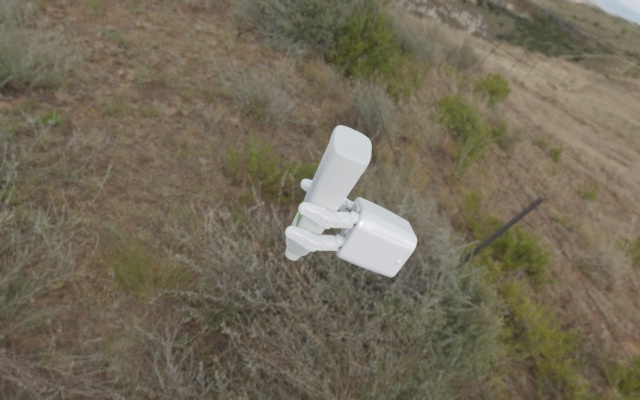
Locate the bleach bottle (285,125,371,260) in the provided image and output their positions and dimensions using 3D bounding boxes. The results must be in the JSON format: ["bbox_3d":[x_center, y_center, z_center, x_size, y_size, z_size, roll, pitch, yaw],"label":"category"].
[{"bbox_3d":[0.000,0.003,0.811,0.068,0.251,0.102,24,34,-8],"label":"bleach bottle"}]
